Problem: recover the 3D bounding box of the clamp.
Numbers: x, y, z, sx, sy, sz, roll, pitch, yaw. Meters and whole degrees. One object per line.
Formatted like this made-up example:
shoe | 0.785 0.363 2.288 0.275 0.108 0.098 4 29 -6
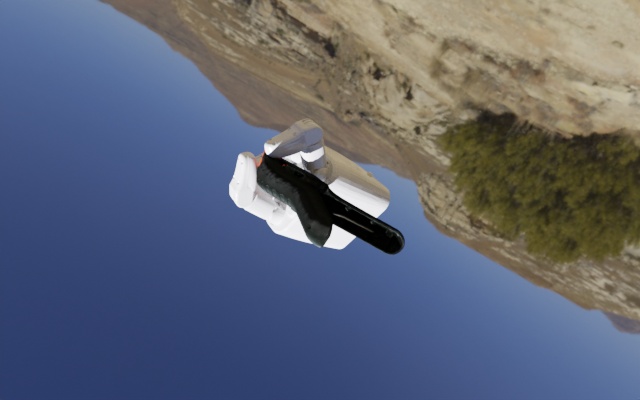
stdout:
clamp | 0.000 0.002 0.456 0.120 0.039 0.171 23 14 -41
